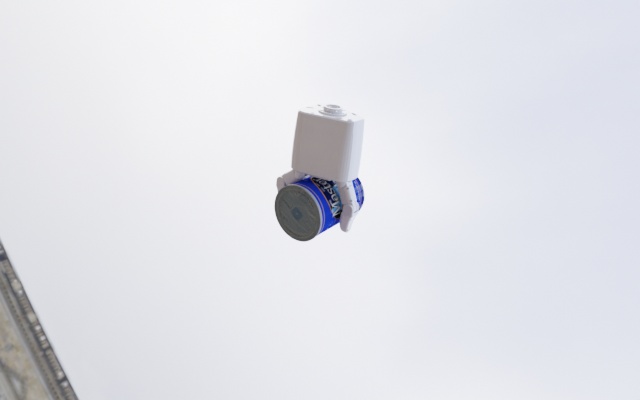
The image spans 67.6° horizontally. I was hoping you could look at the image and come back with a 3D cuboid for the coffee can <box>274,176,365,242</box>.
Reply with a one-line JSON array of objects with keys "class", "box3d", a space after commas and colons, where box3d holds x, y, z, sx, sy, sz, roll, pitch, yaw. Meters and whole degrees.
[{"class": "coffee can", "box3d": [0.000, 0.003, 0.869, 0.103, 0.103, 0.140, 0, 17, 39]}]
